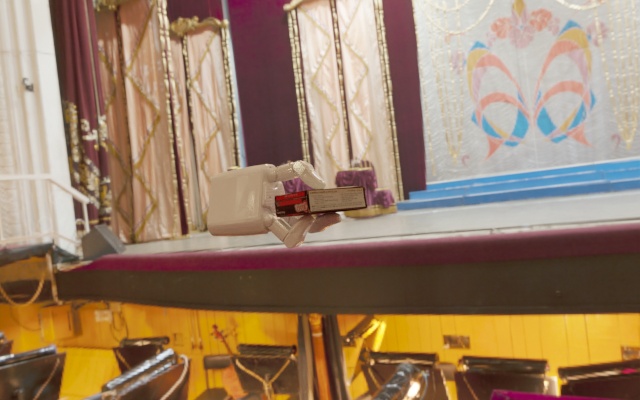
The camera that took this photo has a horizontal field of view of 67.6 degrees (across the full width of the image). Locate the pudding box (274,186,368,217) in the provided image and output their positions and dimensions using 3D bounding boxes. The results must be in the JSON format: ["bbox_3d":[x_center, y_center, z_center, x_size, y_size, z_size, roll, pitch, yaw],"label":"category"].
[{"bbox_3d":[0.000,0.002,0.727,0.113,0.039,0.090,-7,0,-37],"label":"pudding box"}]
